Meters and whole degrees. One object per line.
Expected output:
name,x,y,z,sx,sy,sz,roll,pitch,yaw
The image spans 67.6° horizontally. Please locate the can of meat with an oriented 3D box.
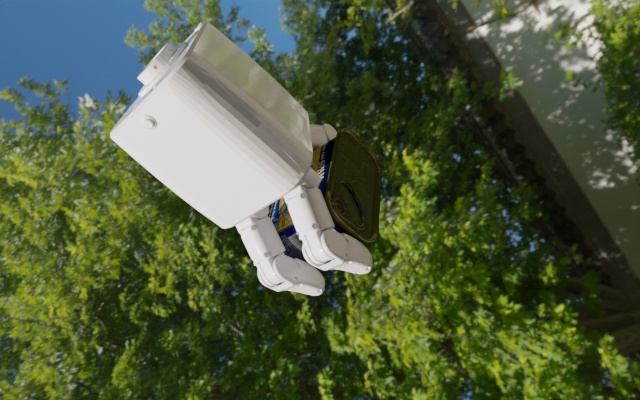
can of meat,0.000,0.001,0.400,0.084,0.102,0.057,-29,-55,34
